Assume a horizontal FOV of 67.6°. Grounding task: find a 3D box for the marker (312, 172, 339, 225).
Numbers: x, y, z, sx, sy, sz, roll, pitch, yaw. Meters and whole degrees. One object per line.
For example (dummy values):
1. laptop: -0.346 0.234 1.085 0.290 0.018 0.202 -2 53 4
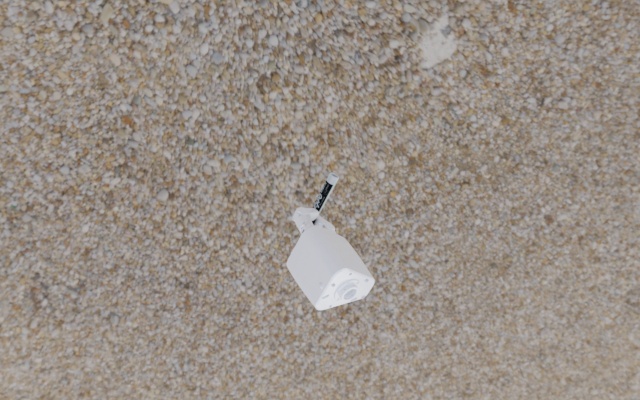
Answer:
1. marker: 0.000 0.003 0.884 0.020 0.121 0.020 23 25 -11
